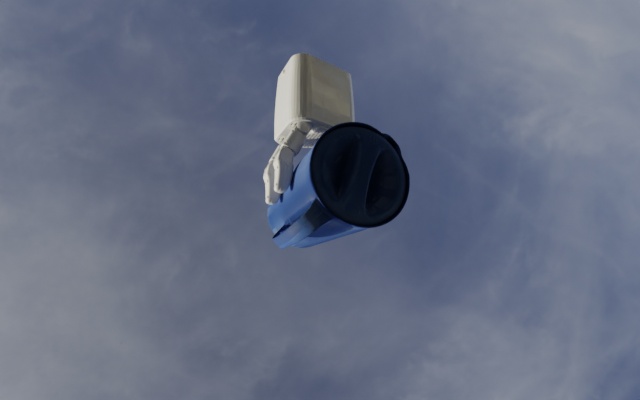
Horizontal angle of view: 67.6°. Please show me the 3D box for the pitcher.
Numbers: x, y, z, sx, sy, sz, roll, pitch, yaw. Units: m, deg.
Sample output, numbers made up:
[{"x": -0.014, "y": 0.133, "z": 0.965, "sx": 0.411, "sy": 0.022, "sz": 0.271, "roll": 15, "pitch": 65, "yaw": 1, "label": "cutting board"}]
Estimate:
[{"x": 0.000, "y": 0.002, "z": 0.668, "sx": 0.149, "sy": 0.145, "sz": 0.243, "roll": 4, "pitch": -16, "yaw": -22, "label": "pitcher"}]
